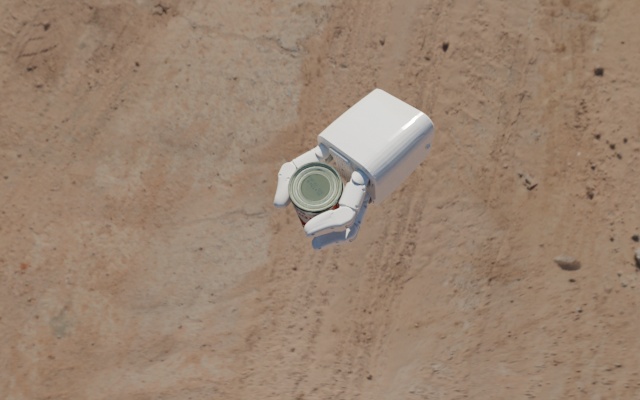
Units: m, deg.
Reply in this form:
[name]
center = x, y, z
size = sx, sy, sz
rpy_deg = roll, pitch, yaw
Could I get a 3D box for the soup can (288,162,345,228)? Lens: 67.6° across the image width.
[soup can]
center = 0.000, 0.002, 0.607
size = 0.068, 0.068, 0.102
rpy_deg = 0, -22, 8
